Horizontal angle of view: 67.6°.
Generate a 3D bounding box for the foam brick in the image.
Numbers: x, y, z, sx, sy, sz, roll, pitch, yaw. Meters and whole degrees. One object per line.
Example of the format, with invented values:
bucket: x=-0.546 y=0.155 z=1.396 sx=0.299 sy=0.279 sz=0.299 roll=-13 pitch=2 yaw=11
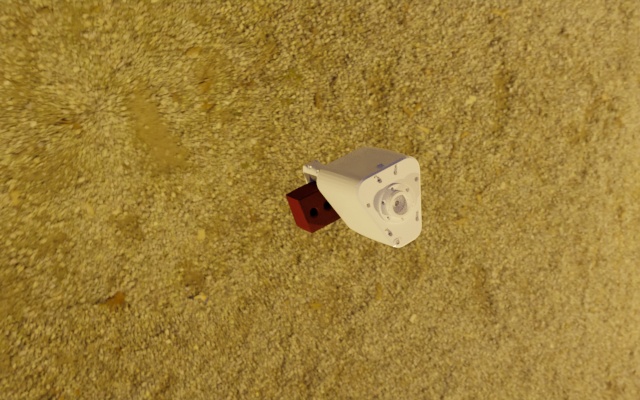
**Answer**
foam brick: x=0.000 y=0.002 z=0.672 sx=0.078 sy=0.053 sz=0.051 roll=-28 pitch=21 yaw=-18
